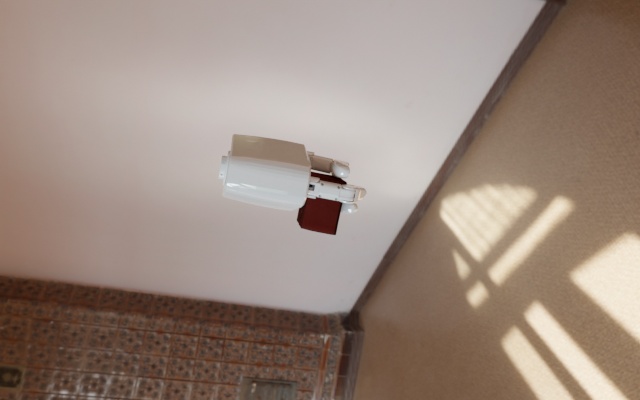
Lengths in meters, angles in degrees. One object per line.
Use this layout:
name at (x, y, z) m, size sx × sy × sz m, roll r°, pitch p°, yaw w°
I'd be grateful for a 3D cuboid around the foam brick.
foam brick at (0.000, 0.003, 0.676) m, size 0.051 × 0.078 × 0.053 m, roll 9°, pitch 10°, yaw -13°
